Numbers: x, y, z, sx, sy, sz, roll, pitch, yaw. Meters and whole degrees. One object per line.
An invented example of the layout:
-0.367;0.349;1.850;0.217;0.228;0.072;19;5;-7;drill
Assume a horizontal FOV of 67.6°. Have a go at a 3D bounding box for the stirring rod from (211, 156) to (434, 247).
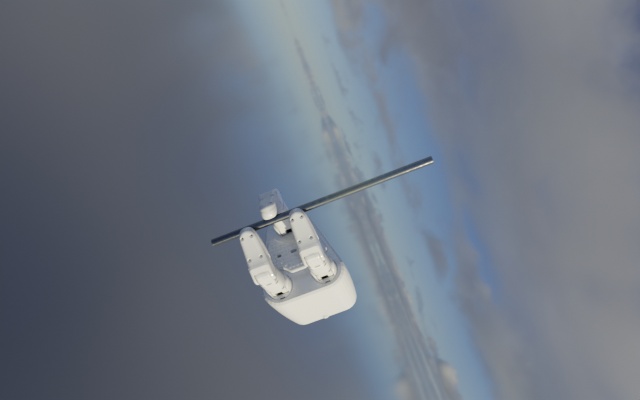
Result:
0.000;0.002;0.488;0.239;0.011;0.011;-21;-2;4;stirring rod
